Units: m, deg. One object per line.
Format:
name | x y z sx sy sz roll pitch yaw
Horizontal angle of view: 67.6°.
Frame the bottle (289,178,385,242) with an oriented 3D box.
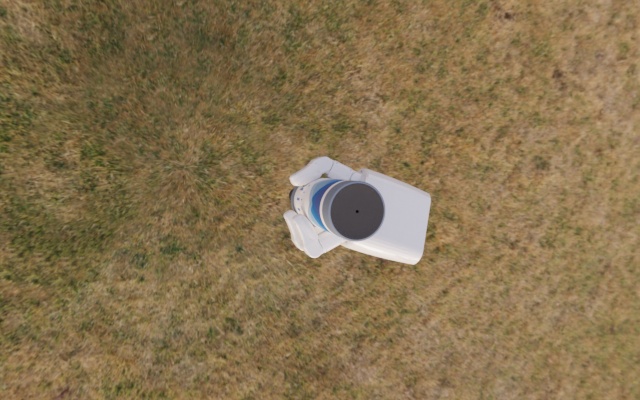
bottle | 0.000 0.002 0.658 0.069 0.069 0.295 0 4 -16
